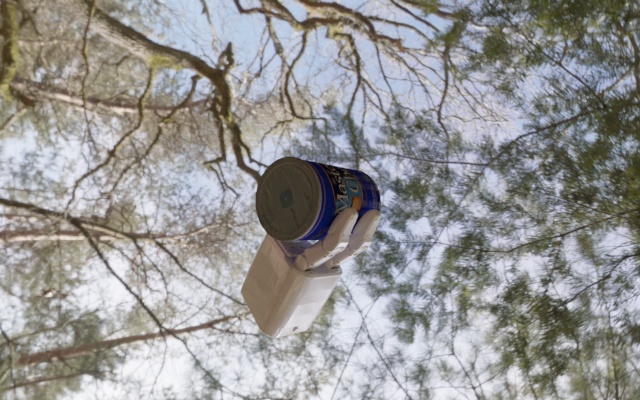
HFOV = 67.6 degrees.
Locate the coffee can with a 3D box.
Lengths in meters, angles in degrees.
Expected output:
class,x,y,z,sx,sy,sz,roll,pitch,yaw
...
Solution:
class,x,y,z,sx,sy,sz,roll,pitch,yaw
coffee can,0.000,0.002,0.627,0.103,0.103,0.140,0,-3,38
